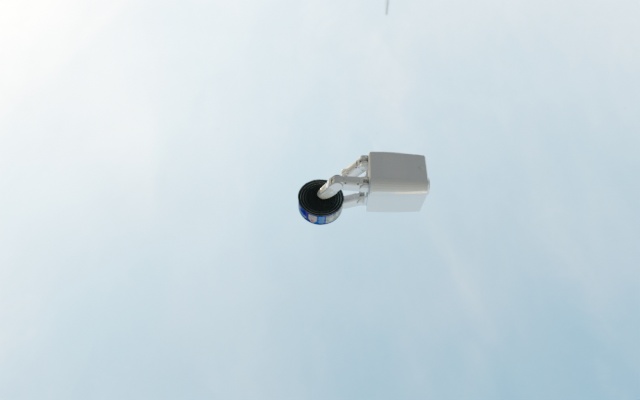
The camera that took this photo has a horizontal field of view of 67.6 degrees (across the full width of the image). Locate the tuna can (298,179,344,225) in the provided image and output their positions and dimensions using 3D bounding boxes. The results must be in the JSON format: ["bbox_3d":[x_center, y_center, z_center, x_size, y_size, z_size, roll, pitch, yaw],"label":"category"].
[{"bbox_3d":[0.000,0.003,0.894,0.086,0.086,0.034,0,-37,-3],"label":"tuna can"}]
